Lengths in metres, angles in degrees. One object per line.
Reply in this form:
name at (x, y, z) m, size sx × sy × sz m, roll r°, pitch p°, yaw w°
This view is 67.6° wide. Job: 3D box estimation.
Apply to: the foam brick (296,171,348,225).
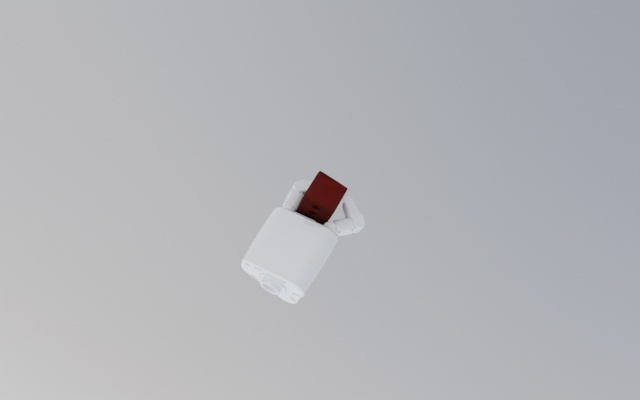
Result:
foam brick at (0.000, 0.002, 0.744) m, size 0.053 × 0.051 × 0.078 m, roll 31°, pitch -29°, yaw 1°
